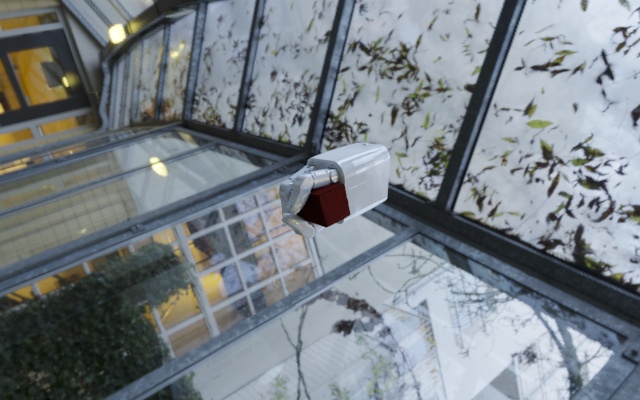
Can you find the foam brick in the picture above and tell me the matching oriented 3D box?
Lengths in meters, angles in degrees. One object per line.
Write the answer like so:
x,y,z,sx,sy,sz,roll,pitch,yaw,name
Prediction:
0.000,0.003,0.731,0.051,0.053,0.078,-24,22,-31,foam brick
